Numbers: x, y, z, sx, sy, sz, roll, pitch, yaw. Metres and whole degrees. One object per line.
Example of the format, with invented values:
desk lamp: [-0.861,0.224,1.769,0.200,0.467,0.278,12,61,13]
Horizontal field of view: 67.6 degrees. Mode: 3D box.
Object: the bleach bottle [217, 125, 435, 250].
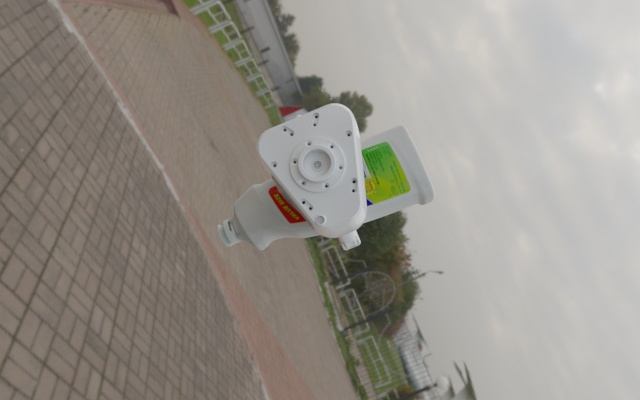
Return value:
bleach bottle: [0.000,0.002,0.573,0.251,0.102,0.068,-23,-7,2]
